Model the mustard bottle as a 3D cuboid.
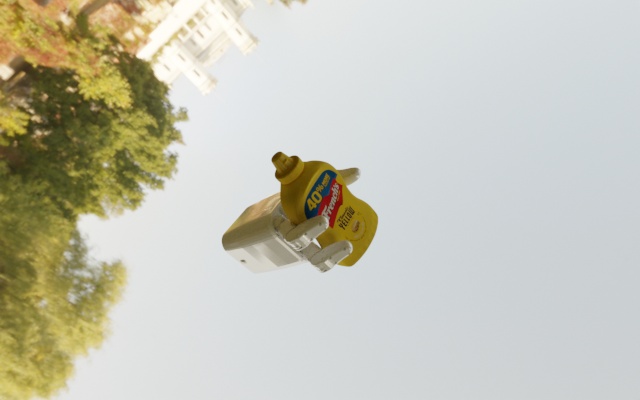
[{"bbox_3d":[0.001,0.002,0.653,0.058,0.096,0.192,5,-34,51],"label":"mustard bottle"}]
